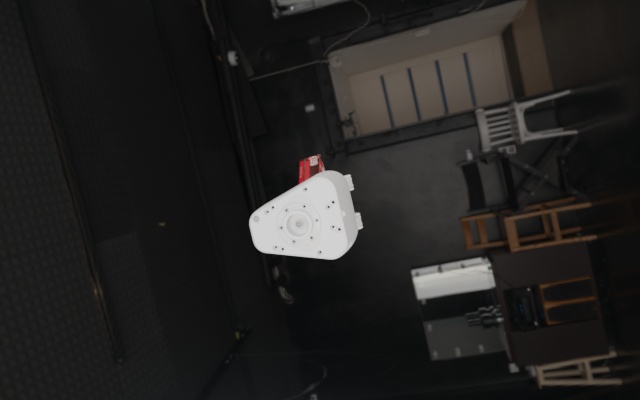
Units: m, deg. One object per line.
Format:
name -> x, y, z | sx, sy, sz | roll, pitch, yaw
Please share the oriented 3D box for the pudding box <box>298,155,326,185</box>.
pudding box -> 0.000, 0.002, 0.702 | 0.039, 0.114, 0.090 | -12, 31, 8
